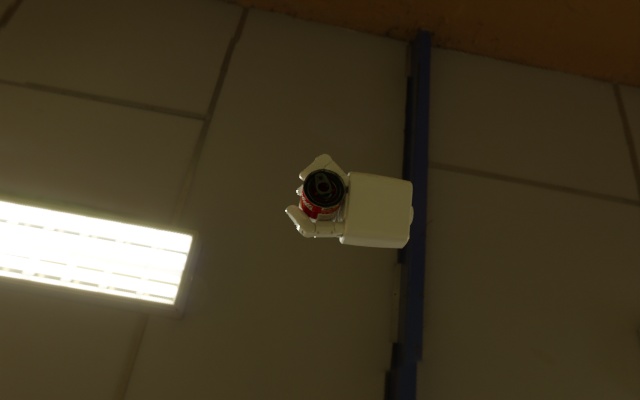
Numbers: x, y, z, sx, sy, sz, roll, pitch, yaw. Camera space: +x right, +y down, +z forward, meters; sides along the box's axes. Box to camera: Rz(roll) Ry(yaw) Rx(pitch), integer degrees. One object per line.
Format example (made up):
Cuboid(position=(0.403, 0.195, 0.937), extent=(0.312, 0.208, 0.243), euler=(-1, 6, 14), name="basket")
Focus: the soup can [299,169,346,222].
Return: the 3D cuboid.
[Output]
Cuboid(position=(0.000, 0.003, 0.784), extent=(0.068, 0.068, 0.102), euler=(0, -26, -8), name="soup can")
